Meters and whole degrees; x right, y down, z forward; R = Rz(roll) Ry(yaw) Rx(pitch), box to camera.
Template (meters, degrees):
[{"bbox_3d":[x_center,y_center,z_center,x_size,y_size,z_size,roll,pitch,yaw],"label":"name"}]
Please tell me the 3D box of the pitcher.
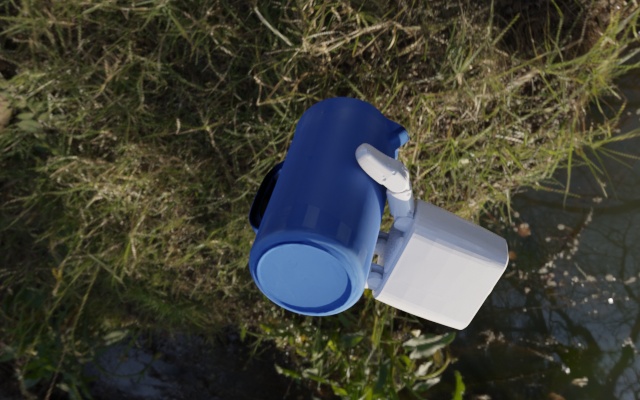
[{"bbox_3d":[0.000,0.002,0.518,0.145,0.149,0.242,23,39,-4],"label":"pitcher"}]
